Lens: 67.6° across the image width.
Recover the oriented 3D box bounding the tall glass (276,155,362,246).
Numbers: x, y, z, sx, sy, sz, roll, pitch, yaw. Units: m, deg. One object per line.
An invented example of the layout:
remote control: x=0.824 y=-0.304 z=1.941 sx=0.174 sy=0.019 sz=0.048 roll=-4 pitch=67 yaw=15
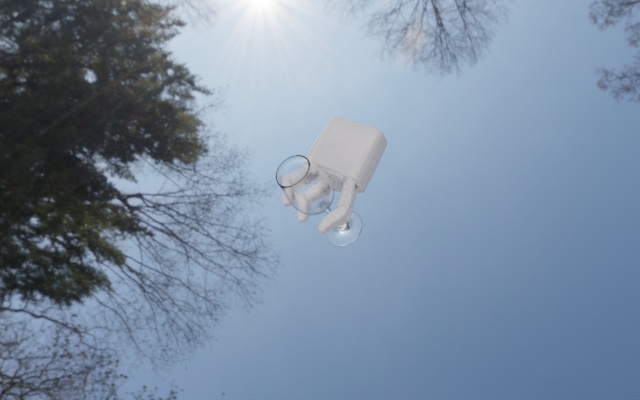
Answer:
tall glass: x=0.000 y=0.003 z=0.825 sx=0.079 sy=0.079 sz=0.201 roll=0 pitch=-30 yaw=31
